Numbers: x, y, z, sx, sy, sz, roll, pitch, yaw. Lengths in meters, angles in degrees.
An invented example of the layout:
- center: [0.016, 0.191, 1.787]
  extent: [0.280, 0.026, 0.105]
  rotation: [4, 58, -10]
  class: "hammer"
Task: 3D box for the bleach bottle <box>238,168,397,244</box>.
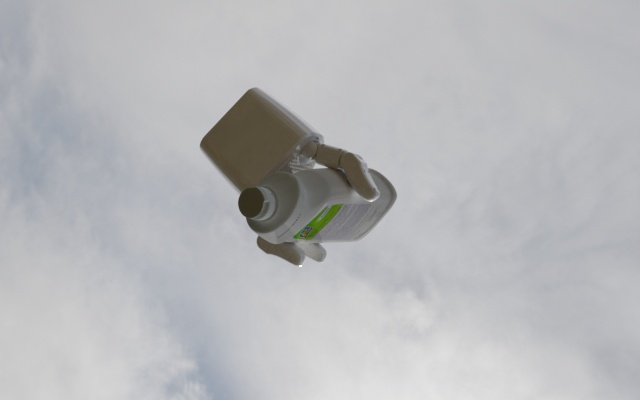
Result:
- center: [0.000, 0.002, 0.535]
  extent: [0.068, 0.102, 0.251]
  rotation: [45, 17, 22]
  class: "bleach bottle"
